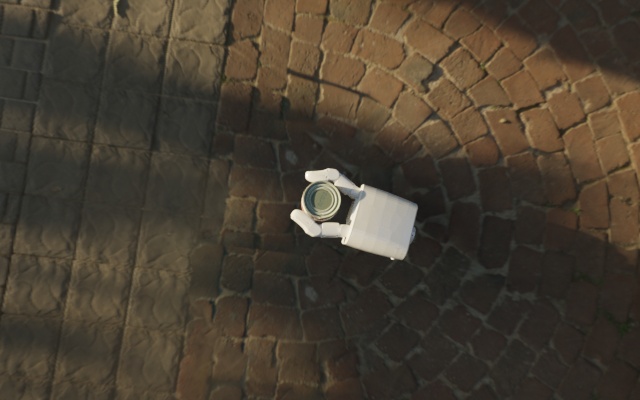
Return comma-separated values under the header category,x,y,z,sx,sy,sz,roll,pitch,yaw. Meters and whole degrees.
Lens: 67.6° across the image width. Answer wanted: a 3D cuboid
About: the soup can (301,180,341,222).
category,x,y,z,sx,sy,sz,roll,pitch,yaw
soup can,0.000,0.002,0.852,0.068,0.068,0.102,0,-5,-3
